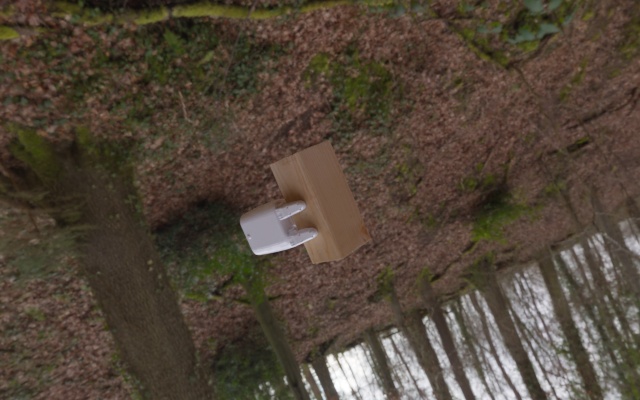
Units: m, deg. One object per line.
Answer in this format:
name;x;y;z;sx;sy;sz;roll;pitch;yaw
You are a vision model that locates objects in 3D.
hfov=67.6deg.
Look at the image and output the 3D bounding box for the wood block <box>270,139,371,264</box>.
wood block;0.000;0.003;0.900;0.090;0.206;0.091;-17;8;46
